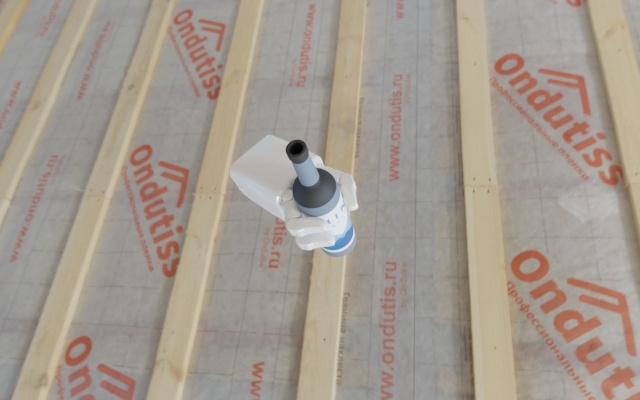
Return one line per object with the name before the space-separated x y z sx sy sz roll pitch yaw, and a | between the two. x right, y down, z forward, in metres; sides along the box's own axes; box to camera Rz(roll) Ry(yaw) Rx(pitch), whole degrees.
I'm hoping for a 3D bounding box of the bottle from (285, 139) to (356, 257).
bottle | 0.000 0.003 0.721 0.069 0.069 0.296 0 -27 14
